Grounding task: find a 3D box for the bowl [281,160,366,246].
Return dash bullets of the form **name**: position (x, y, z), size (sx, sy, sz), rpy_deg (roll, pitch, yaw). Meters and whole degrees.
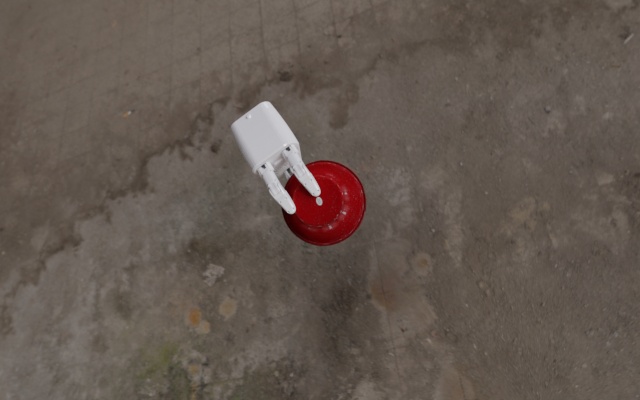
- **bowl**: position (0.001, 0.004, 0.867), size (0.162, 0.162, 0.055), rpy_deg (0, -4, 11)
